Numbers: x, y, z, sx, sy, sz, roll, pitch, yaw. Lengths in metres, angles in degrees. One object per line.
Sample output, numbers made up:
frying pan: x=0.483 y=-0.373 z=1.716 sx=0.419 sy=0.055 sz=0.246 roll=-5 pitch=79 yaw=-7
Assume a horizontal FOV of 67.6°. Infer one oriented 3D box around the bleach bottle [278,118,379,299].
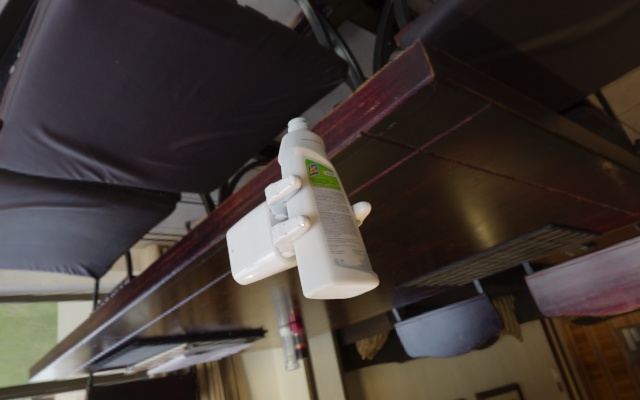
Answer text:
bleach bottle: x=0.000 y=0.002 z=0.644 sx=0.102 sy=0.250 sz=0.068 roll=11 pitch=-33 yaw=-45
